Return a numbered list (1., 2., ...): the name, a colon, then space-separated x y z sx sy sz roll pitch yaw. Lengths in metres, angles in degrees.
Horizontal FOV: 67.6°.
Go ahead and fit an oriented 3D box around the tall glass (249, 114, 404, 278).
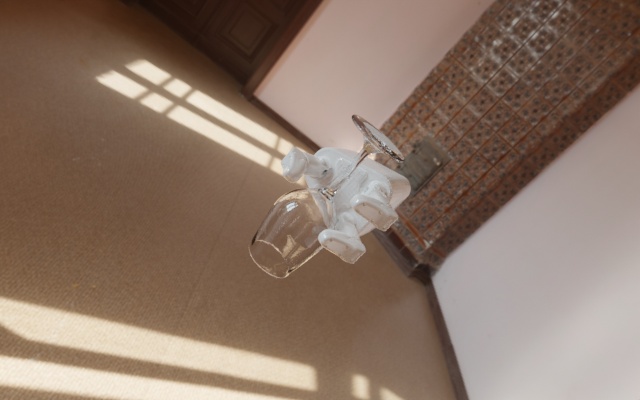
1. tall glass: 0.000 0.001 0.546 0.201 0.079 0.079 -48 -21 20
